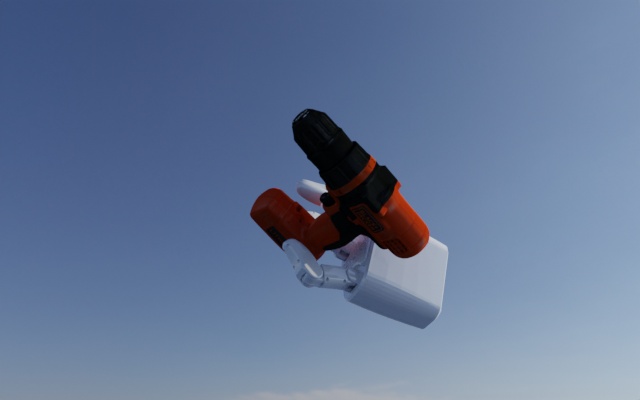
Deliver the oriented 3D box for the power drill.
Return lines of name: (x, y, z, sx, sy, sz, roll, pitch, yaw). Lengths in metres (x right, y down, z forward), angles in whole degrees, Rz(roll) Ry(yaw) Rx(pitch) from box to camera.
power drill: (0.000, 0.002, 0.520, 0.188, 0.184, 0.057, -21, 25, 52)
